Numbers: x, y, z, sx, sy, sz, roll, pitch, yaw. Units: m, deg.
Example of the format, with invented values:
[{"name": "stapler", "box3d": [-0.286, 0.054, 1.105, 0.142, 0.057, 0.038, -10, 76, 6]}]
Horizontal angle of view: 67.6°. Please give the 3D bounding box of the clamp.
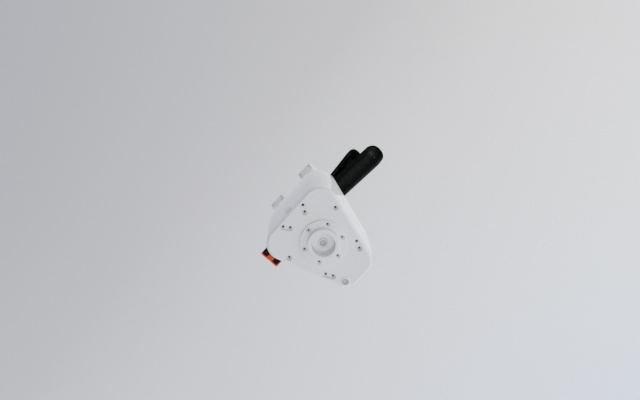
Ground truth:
[{"name": "clamp", "box3d": [0.000, 0.003, 0.660, 0.036, 0.210, 0.164, 42, 7, -6]}]
